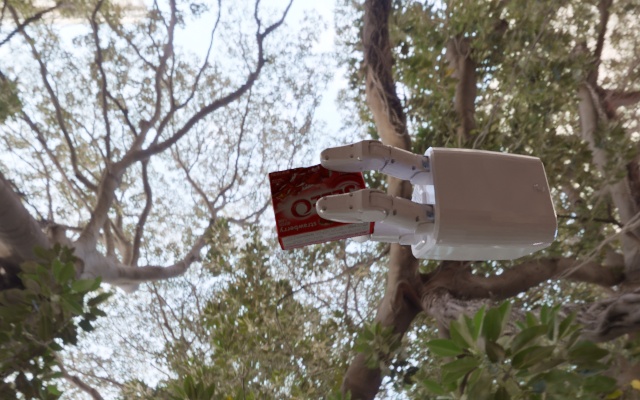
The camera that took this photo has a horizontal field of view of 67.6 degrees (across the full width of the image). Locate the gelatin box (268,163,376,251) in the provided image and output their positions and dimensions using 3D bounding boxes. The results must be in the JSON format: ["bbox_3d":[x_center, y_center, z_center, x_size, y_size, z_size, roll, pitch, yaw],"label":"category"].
[{"bbox_3d":[0.000,0.002,0.446,0.089,0.073,0.030,-11,-33,-2],"label":"gelatin box"}]
